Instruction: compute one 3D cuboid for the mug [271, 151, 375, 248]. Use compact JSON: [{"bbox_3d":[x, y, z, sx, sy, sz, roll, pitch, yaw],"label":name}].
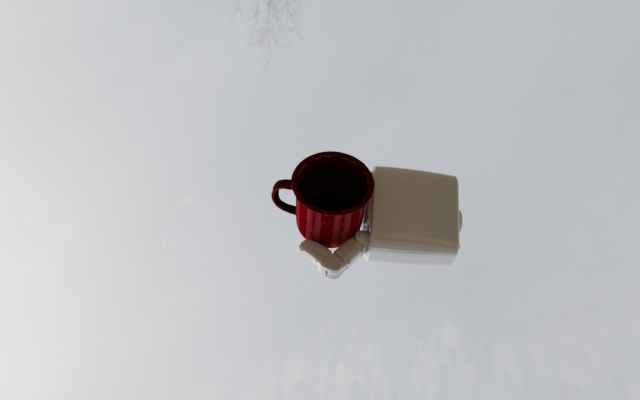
[{"bbox_3d":[-0.001,0.002,0.562,0.117,0.093,0.082,6,-37,1],"label":"mug"}]
